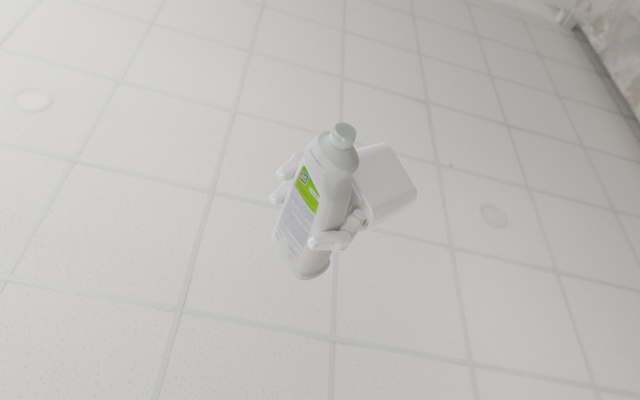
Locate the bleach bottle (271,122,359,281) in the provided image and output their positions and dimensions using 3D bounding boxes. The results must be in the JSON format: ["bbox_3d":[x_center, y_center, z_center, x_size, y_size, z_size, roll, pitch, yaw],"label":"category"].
[{"bbox_3d":[0.000,0.002,0.657,0.068,0.102,0.251,-22,-29,-35],"label":"bleach bottle"}]
